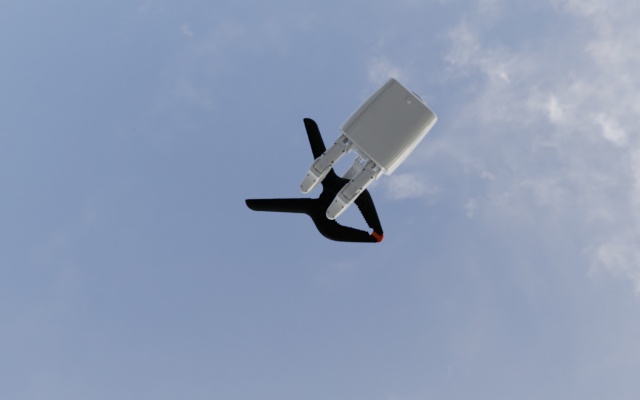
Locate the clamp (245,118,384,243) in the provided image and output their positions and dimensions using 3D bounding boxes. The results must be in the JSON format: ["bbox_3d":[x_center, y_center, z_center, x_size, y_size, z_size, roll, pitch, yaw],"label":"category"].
[{"bbox_3d":[0.001,0.003,0.711,0.210,0.164,0.036,44,6,9],"label":"clamp"}]
